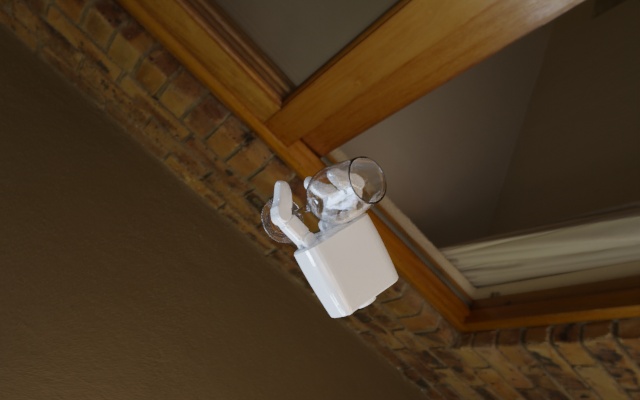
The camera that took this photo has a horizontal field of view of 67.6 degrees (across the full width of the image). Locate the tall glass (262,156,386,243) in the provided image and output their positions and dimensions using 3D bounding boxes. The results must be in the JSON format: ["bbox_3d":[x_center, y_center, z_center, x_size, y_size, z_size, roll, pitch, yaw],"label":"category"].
[{"bbox_3d":[0.000,0.002,0.657,0.079,0.079,0.201,0,-16,-37],"label":"tall glass"}]
